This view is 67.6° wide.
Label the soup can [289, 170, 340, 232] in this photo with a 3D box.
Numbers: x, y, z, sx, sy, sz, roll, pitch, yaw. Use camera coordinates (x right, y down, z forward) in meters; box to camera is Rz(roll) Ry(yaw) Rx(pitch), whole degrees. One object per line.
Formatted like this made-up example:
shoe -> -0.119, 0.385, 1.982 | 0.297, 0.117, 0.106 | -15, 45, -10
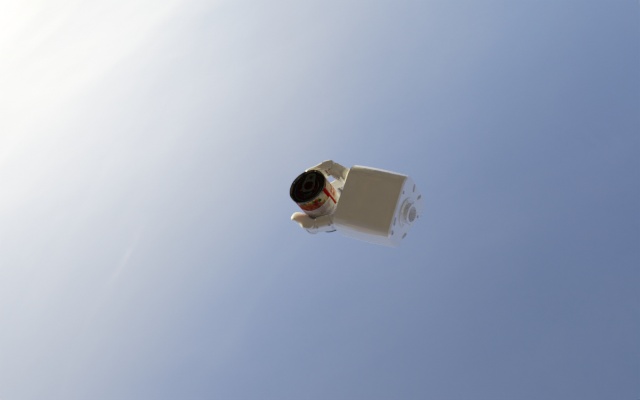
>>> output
soup can -> 0.000, 0.003, 0.833 | 0.068, 0.068, 0.102 | 0, -32, 32
